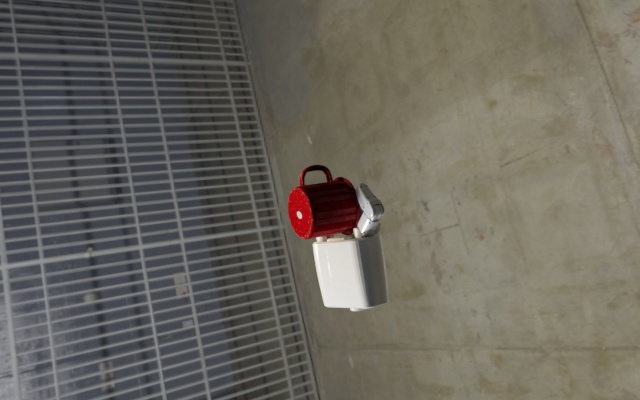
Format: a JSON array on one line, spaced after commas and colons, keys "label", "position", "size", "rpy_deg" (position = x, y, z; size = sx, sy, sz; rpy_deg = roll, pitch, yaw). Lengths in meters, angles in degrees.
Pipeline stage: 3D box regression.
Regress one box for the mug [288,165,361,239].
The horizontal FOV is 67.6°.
[{"label": "mug", "position": [0.000, 0.001, 0.735], "size": [0.081, 0.117, 0.093], "rpy_deg": [-9, -4, -29]}]
